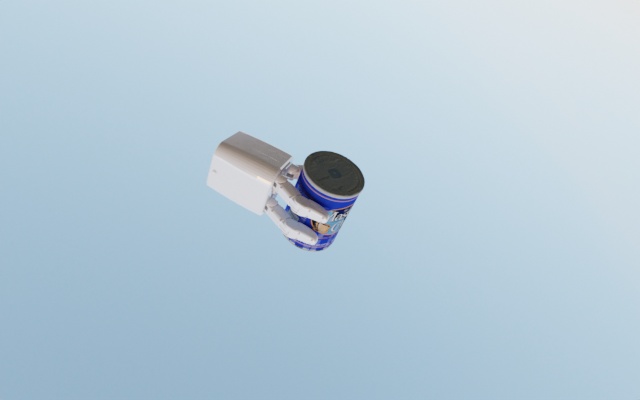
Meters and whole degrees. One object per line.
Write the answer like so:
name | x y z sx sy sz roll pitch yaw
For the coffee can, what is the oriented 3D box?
coffee can | 0.000 0.003 0.797 0.103 0.102 0.140 0 -42 -26
